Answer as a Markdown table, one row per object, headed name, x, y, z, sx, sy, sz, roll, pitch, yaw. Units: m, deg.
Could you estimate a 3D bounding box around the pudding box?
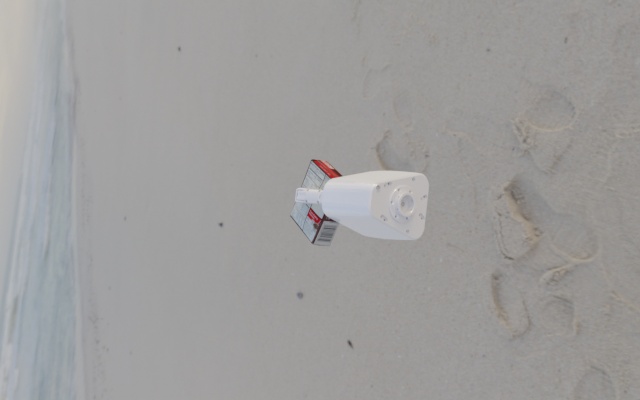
| name | x | y | z | sx | sy | sz | roll | pitch | yaw |
| --- | --- | --- | --- | --- | --- | --- | --- | --- | --- |
| pudding box | 0.000 | 0.003 | 0.768 | 0.039 | 0.113 | 0.090 | 9 | 25 | -34 |
